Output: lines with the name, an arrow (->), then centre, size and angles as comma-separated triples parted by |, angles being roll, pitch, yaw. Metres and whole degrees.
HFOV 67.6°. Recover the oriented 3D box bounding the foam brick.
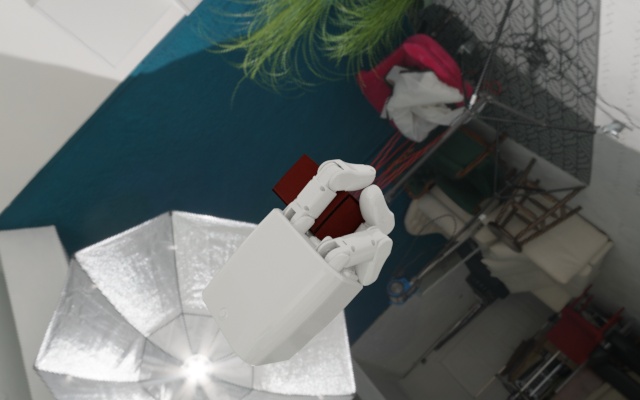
foam brick -> 0.000, 0.001, 0.471 | 0.078, 0.051, 0.053 | 44, 3, 39
